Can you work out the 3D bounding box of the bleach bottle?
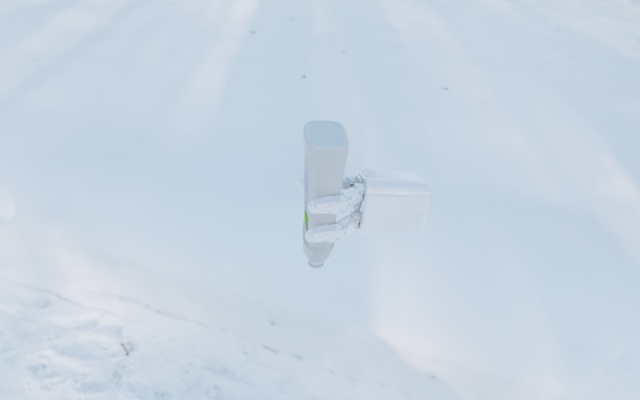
[{"bbox_3d":[0.000,0.003,0.789,0.068,0.251,0.102,1,34,-6],"label":"bleach bottle"}]
